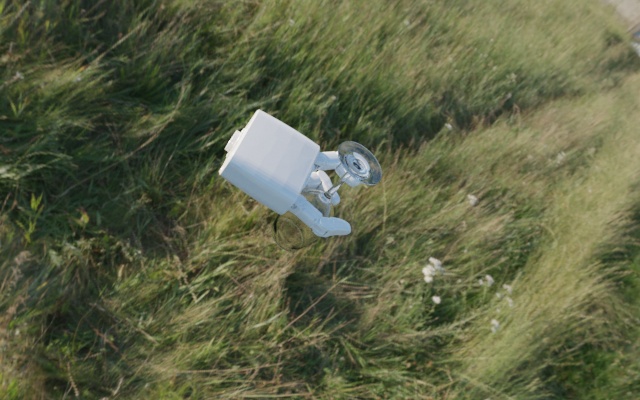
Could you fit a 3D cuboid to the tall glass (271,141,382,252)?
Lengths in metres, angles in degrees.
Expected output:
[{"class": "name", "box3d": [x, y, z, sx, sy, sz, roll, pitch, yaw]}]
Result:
[{"class": "tall glass", "box3d": [0.001, 0.002, 0.713, 0.079, 0.079, 0.201, 0, -34, -40]}]
